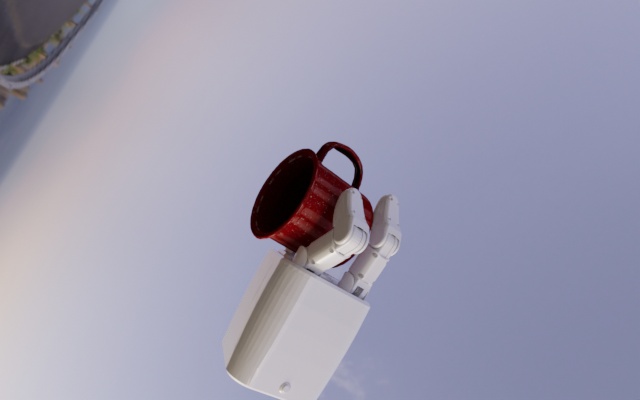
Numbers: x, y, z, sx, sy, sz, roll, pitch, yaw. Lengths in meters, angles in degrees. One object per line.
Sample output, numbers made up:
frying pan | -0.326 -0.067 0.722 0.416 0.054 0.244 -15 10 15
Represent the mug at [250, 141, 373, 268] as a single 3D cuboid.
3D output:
mug | 0.001 0.000 0.449 0.081 0.117 0.093 34 -11 -29
